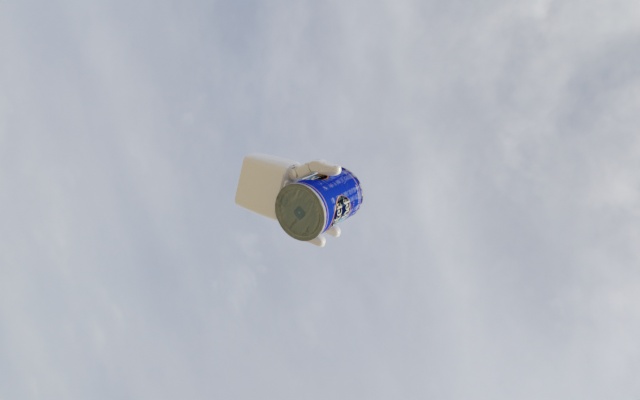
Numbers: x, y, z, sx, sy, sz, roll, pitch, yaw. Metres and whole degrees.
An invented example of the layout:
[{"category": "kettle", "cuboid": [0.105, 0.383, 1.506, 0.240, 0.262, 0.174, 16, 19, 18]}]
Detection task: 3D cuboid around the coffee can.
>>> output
[{"category": "coffee can", "cuboid": [0.000, 0.003, 0.864, 0.103, 0.103, 0.140, 0, 15, 33]}]
